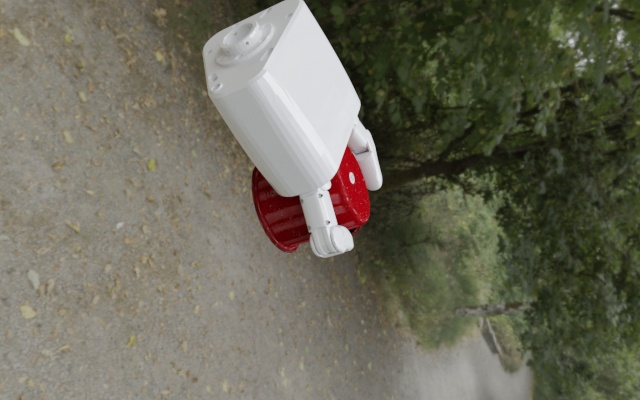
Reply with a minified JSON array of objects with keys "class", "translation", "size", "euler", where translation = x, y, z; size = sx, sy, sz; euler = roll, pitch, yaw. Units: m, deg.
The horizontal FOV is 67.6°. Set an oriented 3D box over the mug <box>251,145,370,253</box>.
[{"class":"mug","translation":[0.001,0.002,0.453],"size":[0.081,0.093,0.117],"euler":[-18,-48,20]}]
